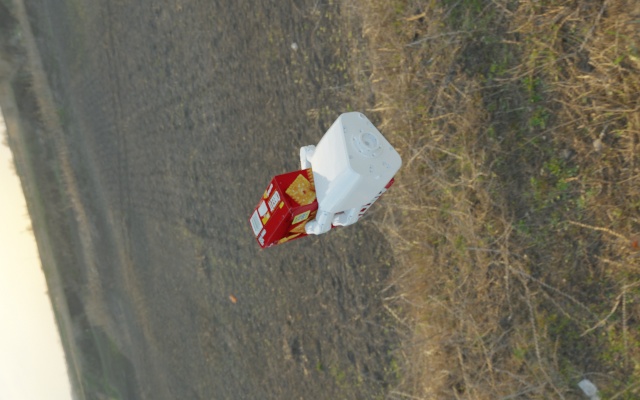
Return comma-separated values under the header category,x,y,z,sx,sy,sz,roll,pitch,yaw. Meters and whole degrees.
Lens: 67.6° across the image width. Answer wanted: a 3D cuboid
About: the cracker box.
category,x,y,z,sx,sy,sz,roll,pitch,yaw
cracker box,0.000,0.003,0.837,0.213,0.072,0.164,-14,-21,-30
